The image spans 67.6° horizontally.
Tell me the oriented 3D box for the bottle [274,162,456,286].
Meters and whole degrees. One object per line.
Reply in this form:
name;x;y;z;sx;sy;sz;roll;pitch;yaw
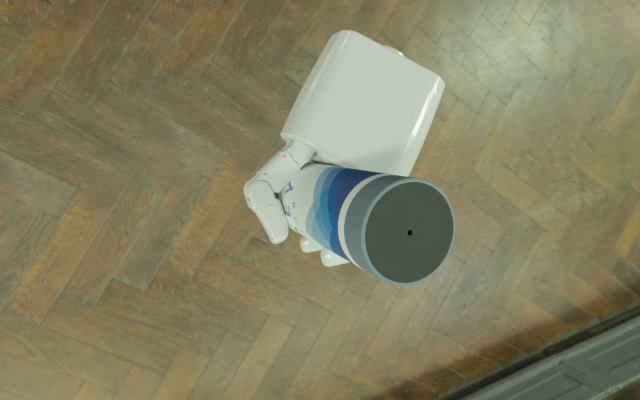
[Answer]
bottle;0.000;0.001;0.422;0.069;0.069;0.295;0;7;-22
